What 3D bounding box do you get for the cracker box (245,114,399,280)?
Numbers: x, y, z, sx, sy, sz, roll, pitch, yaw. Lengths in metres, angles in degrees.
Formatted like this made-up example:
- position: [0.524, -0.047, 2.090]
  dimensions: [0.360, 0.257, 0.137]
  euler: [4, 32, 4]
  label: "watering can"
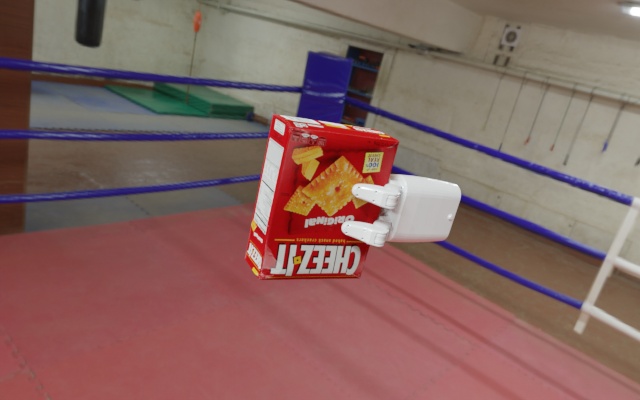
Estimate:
- position: [0.000, 0.002, 0.656]
  dimensions: [0.164, 0.214, 0.072]
  euler: [4, 20, -27]
  label: "cracker box"
